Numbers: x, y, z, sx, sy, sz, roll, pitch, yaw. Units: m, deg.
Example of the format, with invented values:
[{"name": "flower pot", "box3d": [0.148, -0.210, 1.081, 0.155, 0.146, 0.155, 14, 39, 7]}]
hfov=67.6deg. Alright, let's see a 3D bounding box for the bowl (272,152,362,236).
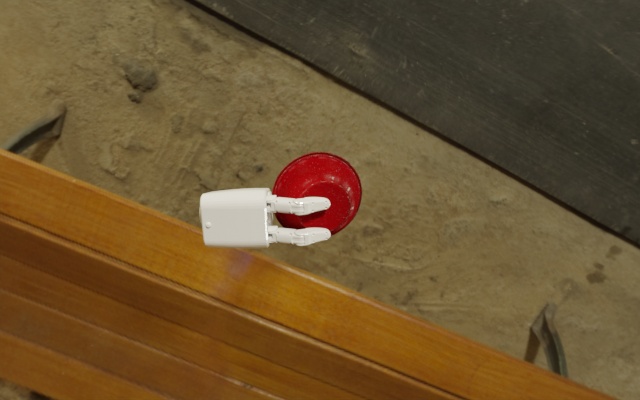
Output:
[{"name": "bowl", "box3d": [0.001, 0.002, 0.809, 0.162, 0.162, 0.055, 0, 20, -13]}]
